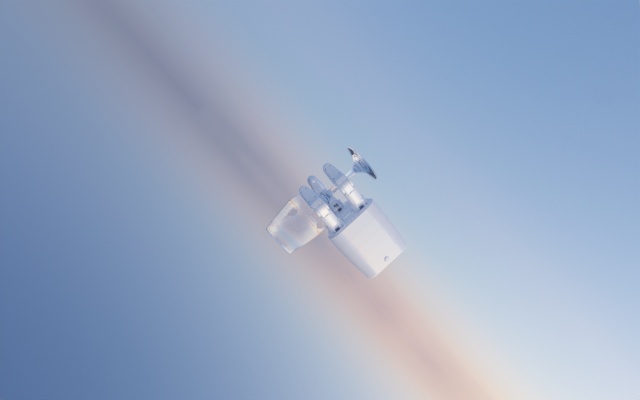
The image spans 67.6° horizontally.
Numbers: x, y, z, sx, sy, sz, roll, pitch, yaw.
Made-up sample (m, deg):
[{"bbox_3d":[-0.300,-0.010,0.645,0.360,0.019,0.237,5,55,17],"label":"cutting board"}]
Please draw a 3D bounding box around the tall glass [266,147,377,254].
[{"bbox_3d":[0.001,0.002,0.824,0.201,0.079,0.079,-42,3,-3],"label":"tall glass"}]
